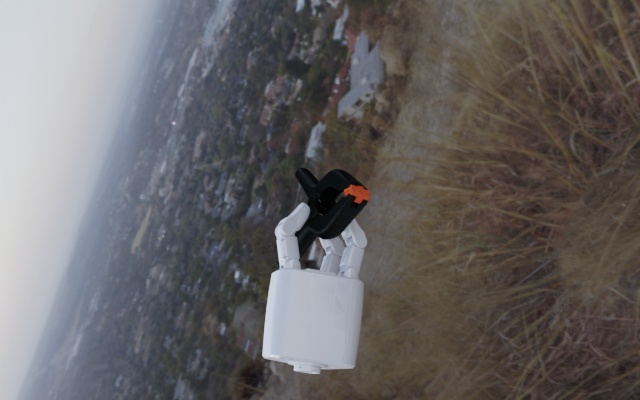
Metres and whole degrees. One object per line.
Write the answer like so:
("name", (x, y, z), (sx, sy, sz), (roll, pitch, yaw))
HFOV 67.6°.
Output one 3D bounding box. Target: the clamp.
("clamp", (0.000, 0.002, 0.659), (0.036, 0.164, 0.210), (17, -26, -24))
